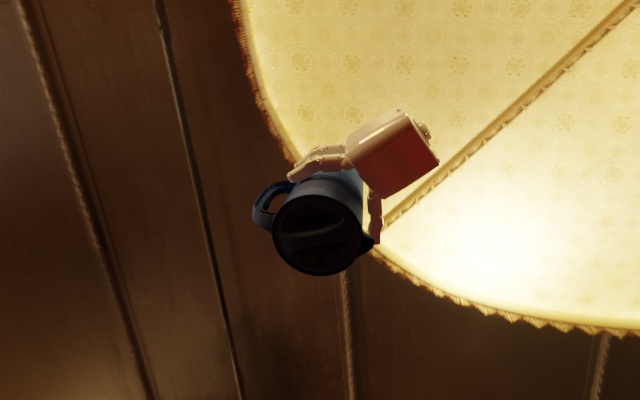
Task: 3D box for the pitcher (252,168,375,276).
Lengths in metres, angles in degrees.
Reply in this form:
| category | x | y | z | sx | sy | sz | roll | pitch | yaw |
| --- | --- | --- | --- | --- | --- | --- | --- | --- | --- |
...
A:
| category | x | y | z | sx | sy | sz | roll | pitch | yaw |
| --- | --- | --- | --- | --- | --- | --- | --- | --- | --- |
| pitcher | 0.000 | 0.003 | 0.784 | 0.145 | 0.149 | 0.242 | -31 | 16 | 20 |
